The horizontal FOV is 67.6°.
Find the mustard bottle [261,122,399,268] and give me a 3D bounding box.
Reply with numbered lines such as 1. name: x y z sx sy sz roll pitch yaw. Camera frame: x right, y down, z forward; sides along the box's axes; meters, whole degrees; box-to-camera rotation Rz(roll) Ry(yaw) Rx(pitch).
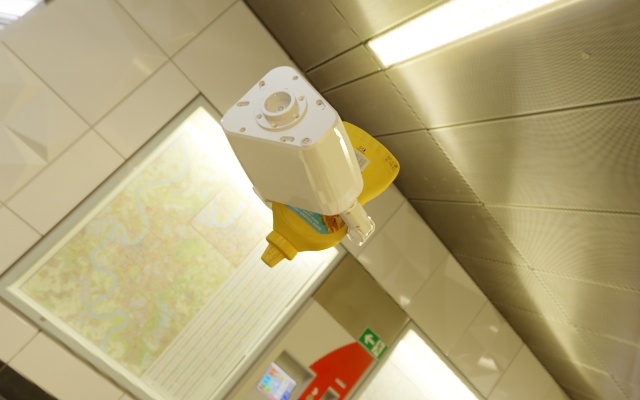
1. mustard bottle: 0.000 0.002 0.562 0.096 0.191 0.058 40 -16 8
